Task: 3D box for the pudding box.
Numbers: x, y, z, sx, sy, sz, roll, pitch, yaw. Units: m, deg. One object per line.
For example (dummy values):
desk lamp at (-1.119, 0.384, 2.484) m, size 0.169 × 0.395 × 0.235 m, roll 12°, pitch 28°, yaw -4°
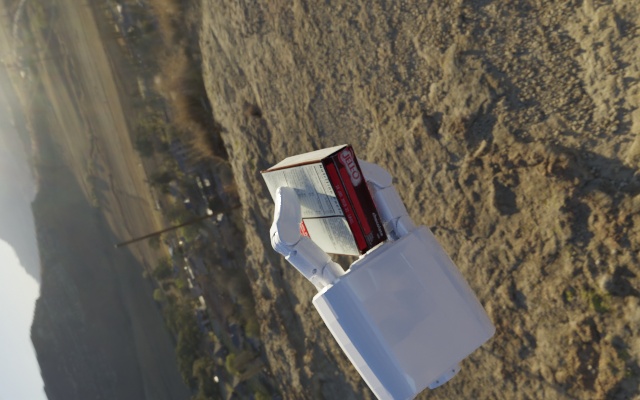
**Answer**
pudding box at (0.000, 0.002, 0.436) m, size 0.039 × 0.090 × 0.113 m, roll -30°, pitch 15°, yaw -33°
